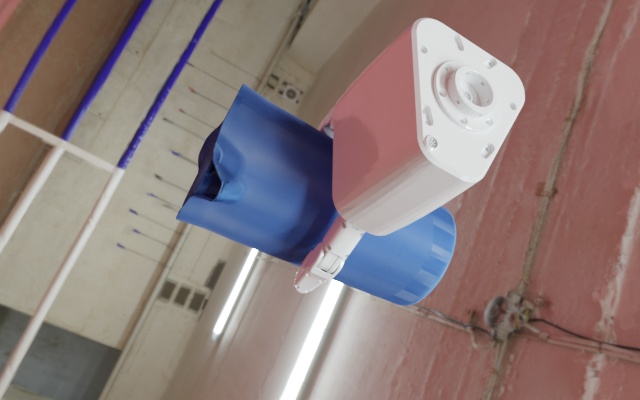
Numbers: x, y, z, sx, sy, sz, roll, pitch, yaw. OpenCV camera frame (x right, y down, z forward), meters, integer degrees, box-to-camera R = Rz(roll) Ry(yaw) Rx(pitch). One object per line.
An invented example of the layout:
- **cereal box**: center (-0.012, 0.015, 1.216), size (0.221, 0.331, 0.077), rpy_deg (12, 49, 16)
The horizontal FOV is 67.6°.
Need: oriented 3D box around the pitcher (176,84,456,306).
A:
- **pitcher**: center (0.000, 0.001, 0.460), size (0.243, 0.149, 0.145), rpy_deg (27, -30, -14)
